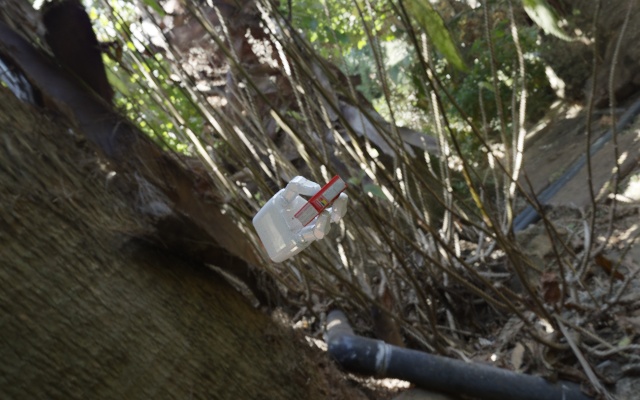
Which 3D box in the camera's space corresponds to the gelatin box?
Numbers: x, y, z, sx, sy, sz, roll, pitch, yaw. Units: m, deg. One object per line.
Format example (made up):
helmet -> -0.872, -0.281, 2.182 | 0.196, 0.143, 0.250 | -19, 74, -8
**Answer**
gelatin box -> 0.000, 0.002, 0.812 | 0.073, 0.030, 0.089 | -42, -1, -27
